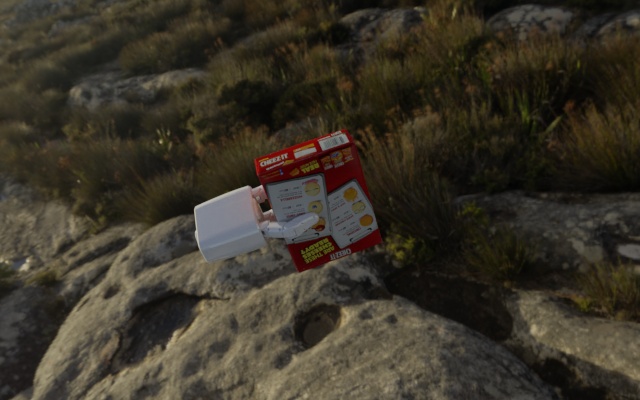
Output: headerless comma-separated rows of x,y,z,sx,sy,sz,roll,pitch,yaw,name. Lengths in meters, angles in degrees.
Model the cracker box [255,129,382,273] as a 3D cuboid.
0.000,0.003,0.825,0.164,0.214,0.072,-20,32,-1,cracker box
